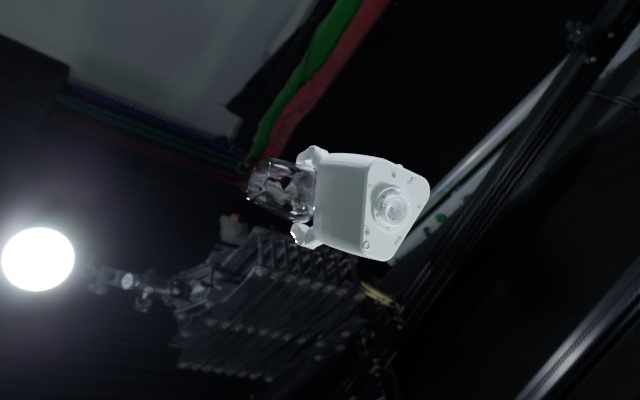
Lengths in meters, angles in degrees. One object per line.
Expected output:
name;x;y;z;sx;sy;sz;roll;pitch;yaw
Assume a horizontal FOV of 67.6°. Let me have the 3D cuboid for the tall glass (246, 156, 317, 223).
tall glass;0.001;0.002;0.666;0.201;0.079;0.079;21;-10;-28
